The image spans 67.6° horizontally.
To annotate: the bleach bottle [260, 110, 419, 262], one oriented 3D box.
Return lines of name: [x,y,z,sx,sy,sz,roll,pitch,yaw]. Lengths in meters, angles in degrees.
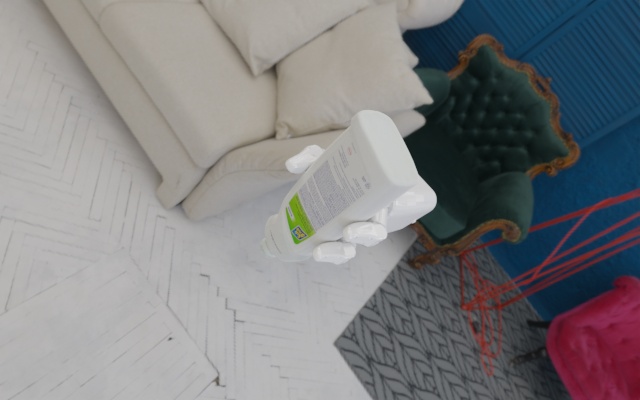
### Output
bleach bottle: [0.000,0.002,0.593,0.068,0.102,0.251,-3,-26,-45]
